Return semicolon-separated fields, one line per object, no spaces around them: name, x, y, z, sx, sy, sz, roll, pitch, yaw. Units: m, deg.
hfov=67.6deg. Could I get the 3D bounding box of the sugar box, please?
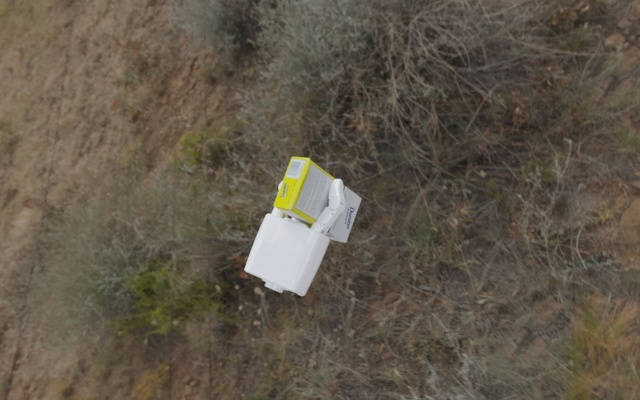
sugar box;0.000;0.003;0.835;0.048;0.093;0.176;12;-15;36
